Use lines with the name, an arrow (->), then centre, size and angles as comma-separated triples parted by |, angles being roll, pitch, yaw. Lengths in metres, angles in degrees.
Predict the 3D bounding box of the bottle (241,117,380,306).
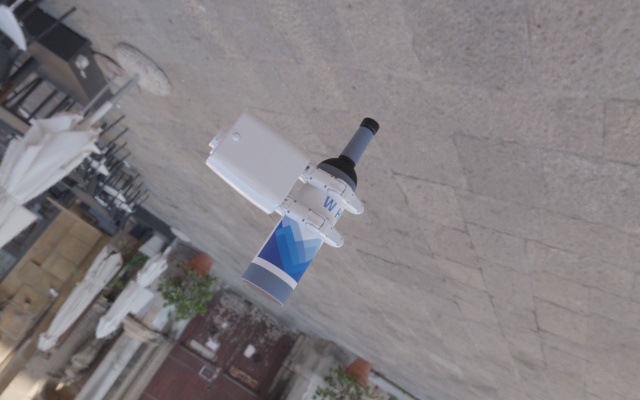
bottle -> 0.000, 0.002, 0.666 | 0.069, 0.295, 0.069 | 30, -18, 11
